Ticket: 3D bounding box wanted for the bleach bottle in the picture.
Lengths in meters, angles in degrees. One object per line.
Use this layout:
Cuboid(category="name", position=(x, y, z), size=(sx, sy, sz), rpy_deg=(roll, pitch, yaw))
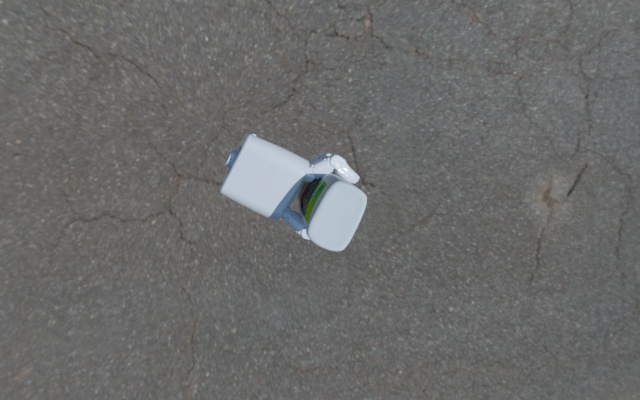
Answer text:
Cuboid(category="bleach bottle", position=(0.000, 0.003, 0.790), size=(0.068, 0.102, 0.251), rpy_deg=(26, 3, -15))
